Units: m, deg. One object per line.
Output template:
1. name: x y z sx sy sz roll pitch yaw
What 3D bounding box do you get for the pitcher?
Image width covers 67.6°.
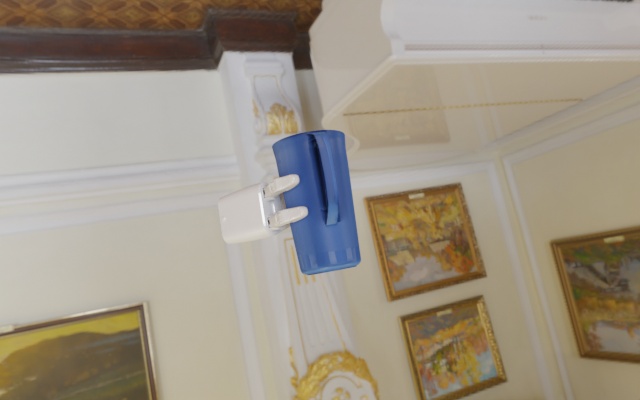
1. pitcher: 0.000 0.003 0.837 0.145 0.243 0.149 -15 -8 30
